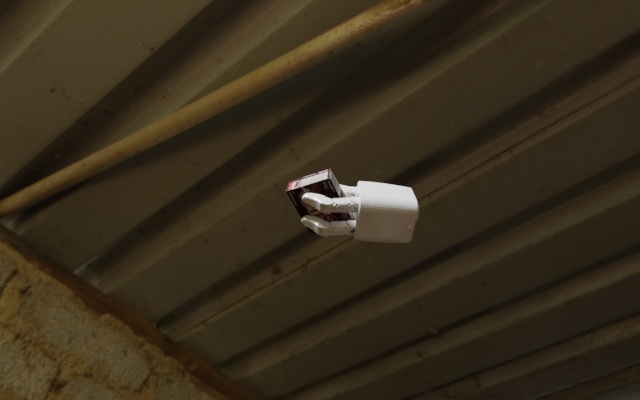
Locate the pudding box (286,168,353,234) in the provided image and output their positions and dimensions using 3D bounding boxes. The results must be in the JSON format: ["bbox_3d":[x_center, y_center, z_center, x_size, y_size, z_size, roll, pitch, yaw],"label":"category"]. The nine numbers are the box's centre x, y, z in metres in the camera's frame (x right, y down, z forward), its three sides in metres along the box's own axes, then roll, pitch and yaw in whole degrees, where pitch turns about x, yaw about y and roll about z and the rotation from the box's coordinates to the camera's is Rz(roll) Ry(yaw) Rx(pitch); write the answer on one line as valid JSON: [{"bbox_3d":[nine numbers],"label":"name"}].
[{"bbox_3d":[0.000,0.003,0.896,0.090,0.113,0.039,-17,32,18],"label":"pudding box"}]
